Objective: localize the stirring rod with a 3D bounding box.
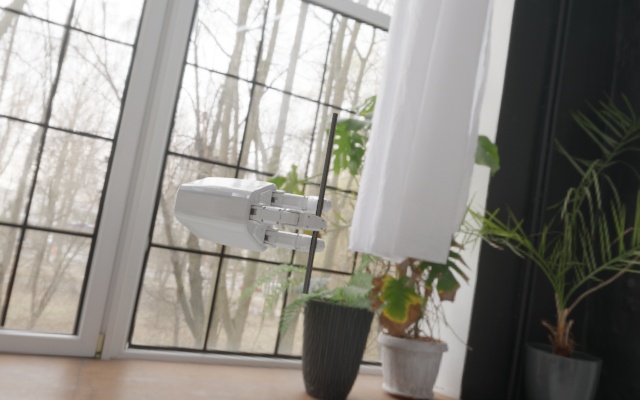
[{"bbox_3d":[0.000,0.002,0.627,0.011,0.239,0.011,9,-5,1],"label":"stirring rod"}]
